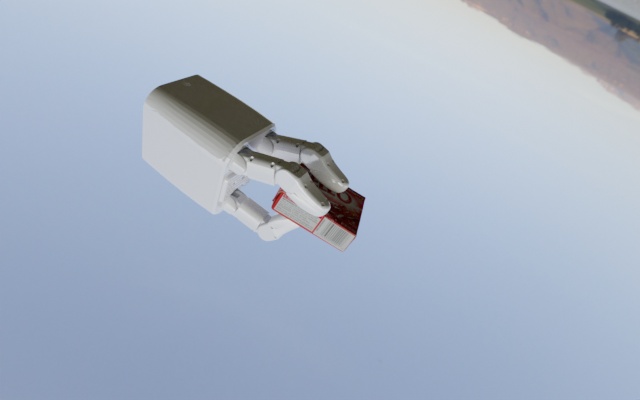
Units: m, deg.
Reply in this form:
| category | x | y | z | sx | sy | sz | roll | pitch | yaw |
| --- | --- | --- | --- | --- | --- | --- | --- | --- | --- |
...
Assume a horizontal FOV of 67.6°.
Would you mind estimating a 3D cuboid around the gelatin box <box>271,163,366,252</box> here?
| category | x | y | z | sx | sy | sz | roll | pitch | yaw |
| --- | --- | --- | --- | --- | --- | --- | --- | --- | --- |
| gelatin box | 0.000 | 0.002 | 0.497 | 0.089 | 0.030 | 0.073 | 32 | 33 | -7 |
